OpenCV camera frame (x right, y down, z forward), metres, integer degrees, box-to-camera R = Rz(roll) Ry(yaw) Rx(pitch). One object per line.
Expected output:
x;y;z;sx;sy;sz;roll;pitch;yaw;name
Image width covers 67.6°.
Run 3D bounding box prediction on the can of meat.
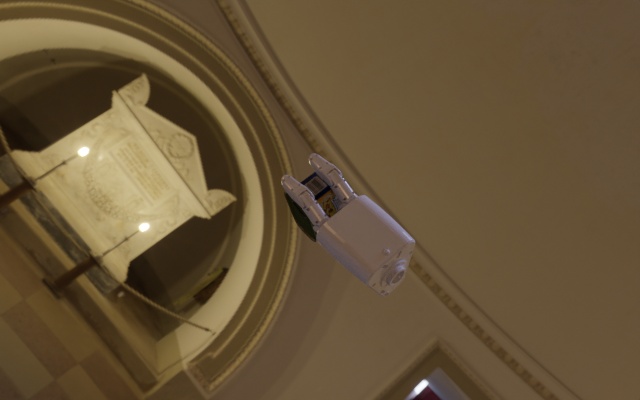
0.000;0.002;0.748;0.084;0.102;0.057;-38;54;-15;can of meat
